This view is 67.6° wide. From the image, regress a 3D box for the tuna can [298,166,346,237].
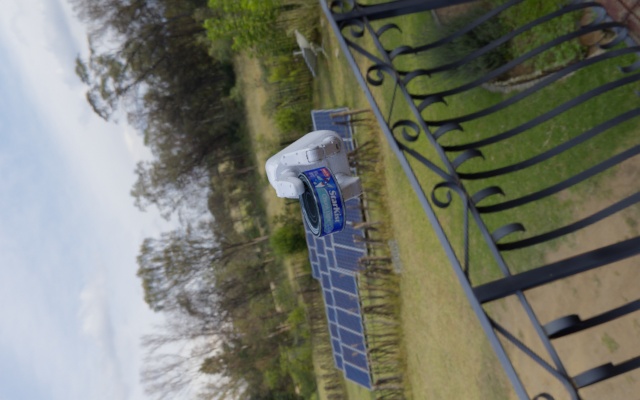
[{"bbox_3d":[0.000,0.002,0.596,0.034,0.086,0.086,-15,4,-15],"label":"tuna can"}]
